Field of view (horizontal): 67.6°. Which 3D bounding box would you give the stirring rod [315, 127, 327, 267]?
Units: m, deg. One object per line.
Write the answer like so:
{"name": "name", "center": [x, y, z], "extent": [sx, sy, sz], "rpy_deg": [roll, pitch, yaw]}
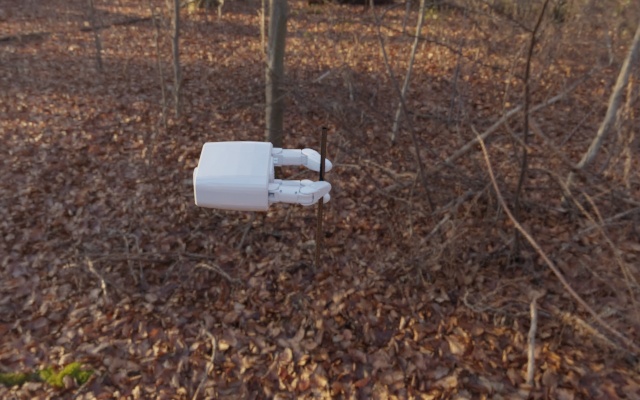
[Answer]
{"name": "stirring rod", "center": [0.000, 0.003, 0.742], "extent": [0.011, 0.240, 0.011], "rpy_deg": [2, 28, -1]}
